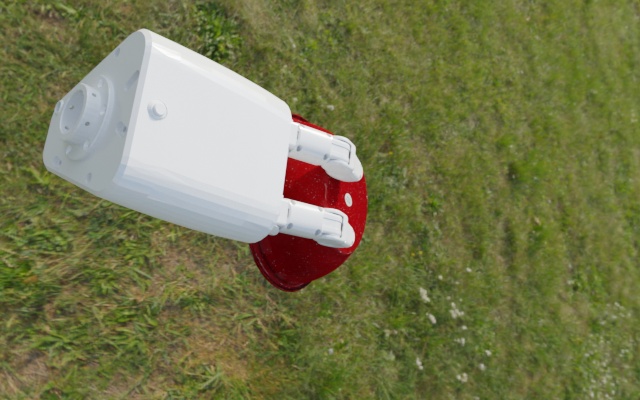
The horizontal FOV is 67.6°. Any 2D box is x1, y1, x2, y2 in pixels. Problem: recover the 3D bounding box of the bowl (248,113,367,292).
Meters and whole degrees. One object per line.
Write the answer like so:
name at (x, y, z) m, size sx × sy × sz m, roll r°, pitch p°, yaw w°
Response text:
bowl at (0.001, 0.001, 0.425) m, size 0.055 × 0.162 × 0.162 m, roll -1°, pitch 0°, yaw 27°
